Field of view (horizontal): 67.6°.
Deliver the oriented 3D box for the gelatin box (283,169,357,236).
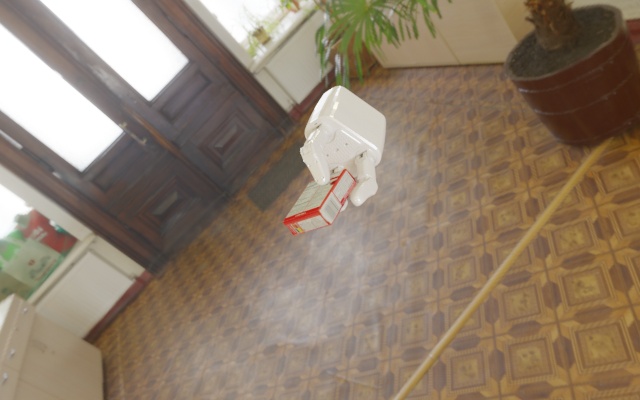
[{"bbox_3d":[0.000,0.002,0.638,0.073,0.030,0.089,-19,28,44],"label":"gelatin box"}]
